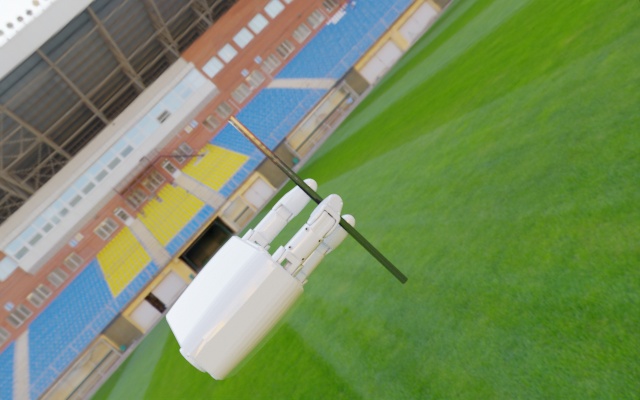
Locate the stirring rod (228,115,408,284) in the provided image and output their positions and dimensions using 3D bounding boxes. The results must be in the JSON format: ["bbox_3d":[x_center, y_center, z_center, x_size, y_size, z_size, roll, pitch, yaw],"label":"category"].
[{"bbox_3d":[0.000,0.002,0.478,0.239,0.011,0.011,43,-7,-7],"label":"stirring rod"}]
